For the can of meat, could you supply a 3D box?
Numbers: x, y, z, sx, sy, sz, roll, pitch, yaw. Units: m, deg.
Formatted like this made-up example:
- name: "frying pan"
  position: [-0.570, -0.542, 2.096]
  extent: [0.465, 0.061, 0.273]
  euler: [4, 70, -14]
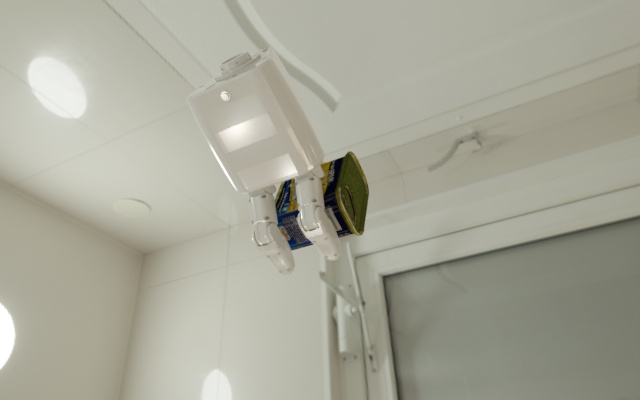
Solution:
- name: "can of meat"
  position: [0.000, 0.002, 0.508]
  extent: [0.084, 0.057, 0.102]
  euler: [-17, 30, 21]
